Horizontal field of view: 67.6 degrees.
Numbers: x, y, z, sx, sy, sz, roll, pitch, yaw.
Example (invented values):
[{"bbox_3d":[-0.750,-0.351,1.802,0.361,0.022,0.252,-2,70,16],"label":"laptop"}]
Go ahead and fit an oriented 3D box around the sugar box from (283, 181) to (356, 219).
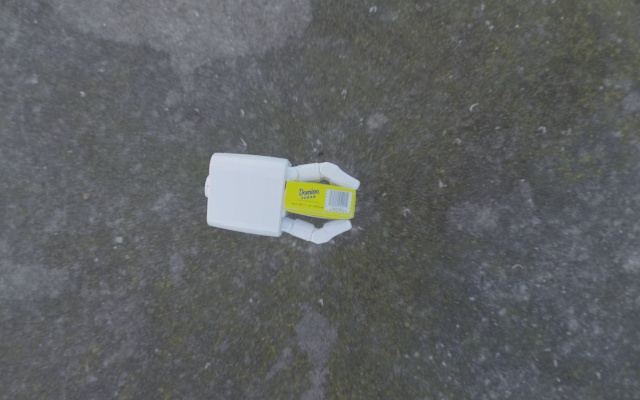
[{"bbox_3d":[0.000,0.002,0.700,0.093,0.048,0.176,8,0,0],"label":"sugar box"}]
